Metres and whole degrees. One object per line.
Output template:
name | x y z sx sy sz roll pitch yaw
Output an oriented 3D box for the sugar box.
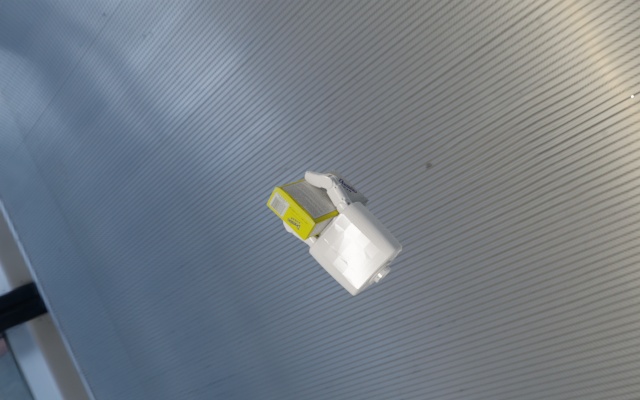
sugar box | 0.000 0.003 0.822 0.093 0.048 0.176 44 30 19
